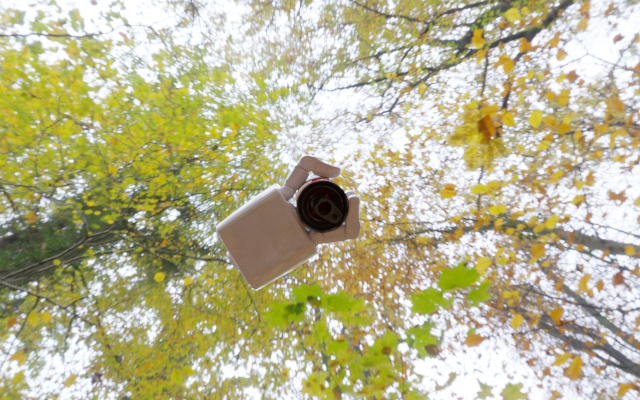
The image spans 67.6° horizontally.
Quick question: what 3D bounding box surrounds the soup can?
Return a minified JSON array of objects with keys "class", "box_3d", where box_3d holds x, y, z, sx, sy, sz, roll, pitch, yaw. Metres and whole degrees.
[{"class":"soup can","box_3d":[0.000,0.002,0.655,0.068,0.068,0.102,0,7,-3]}]
